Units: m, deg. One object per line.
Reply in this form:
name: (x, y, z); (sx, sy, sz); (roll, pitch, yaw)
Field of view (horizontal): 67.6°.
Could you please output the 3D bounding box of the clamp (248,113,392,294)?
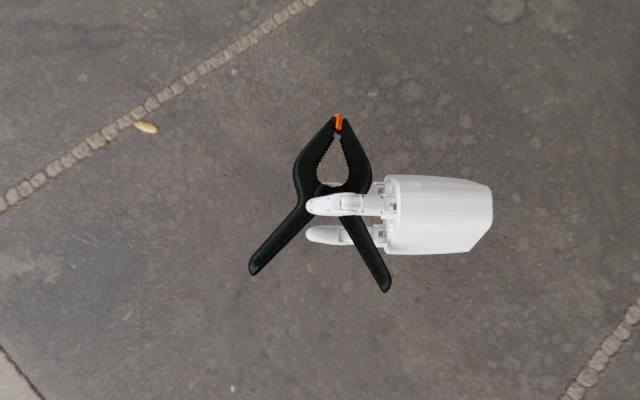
clamp: (0.000, 0.001, 0.561); (0.164, 0.210, 0.036); (1, -10, -1)
